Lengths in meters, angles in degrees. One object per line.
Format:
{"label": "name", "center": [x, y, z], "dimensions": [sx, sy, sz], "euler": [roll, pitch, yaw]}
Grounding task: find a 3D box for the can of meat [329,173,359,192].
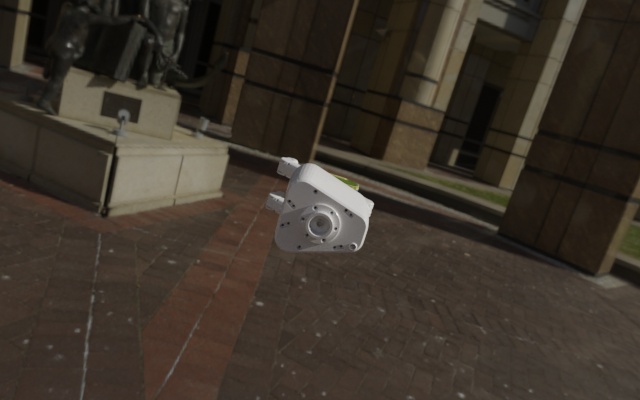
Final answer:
{"label": "can of meat", "center": [0.000, 0.002, 0.713], "dimensions": [0.102, 0.084, 0.057], "euler": [17, 13, 2]}
